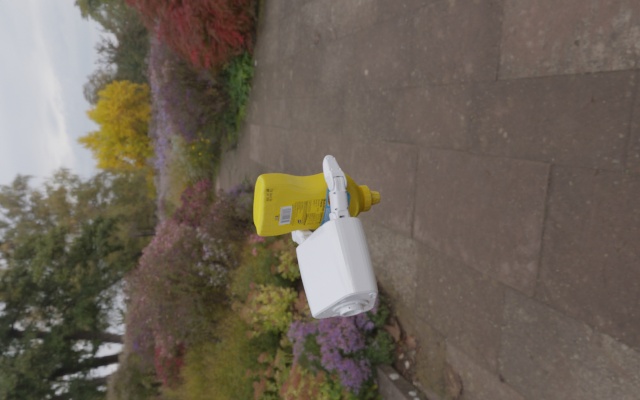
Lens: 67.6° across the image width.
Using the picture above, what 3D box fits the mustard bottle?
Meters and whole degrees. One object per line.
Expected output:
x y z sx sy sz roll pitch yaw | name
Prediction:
0.000 0.002 0.711 0.191 0.096 0.058 -4 38 -19 | mustard bottle
